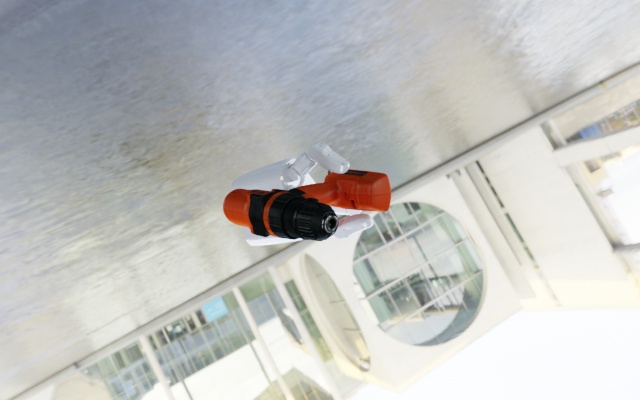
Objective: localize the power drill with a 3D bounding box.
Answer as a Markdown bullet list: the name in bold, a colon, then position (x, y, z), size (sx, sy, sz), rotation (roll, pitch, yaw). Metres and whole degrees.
- **power drill**: position (0.000, 0.002, 0.587), size (0.187, 0.057, 0.184), rotation (-12, 15, -41)
